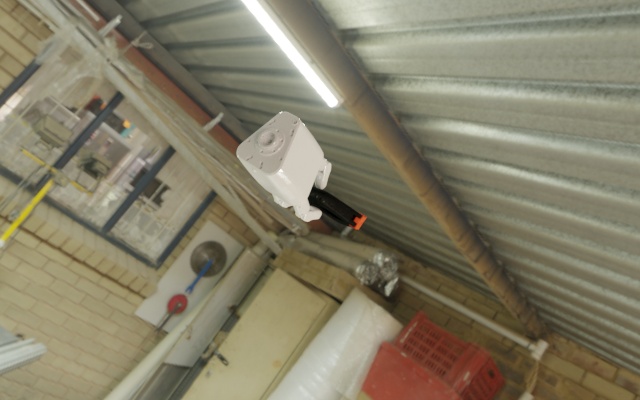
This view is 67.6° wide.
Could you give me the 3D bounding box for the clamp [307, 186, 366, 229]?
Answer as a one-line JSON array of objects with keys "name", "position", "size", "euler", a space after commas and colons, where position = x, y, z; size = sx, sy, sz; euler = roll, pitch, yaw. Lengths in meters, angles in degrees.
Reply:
[{"name": "clamp", "position": [0.001, 0.002, 0.897], "size": [0.210, 0.036, 0.165], "euler": [30, -10, 30]}]
